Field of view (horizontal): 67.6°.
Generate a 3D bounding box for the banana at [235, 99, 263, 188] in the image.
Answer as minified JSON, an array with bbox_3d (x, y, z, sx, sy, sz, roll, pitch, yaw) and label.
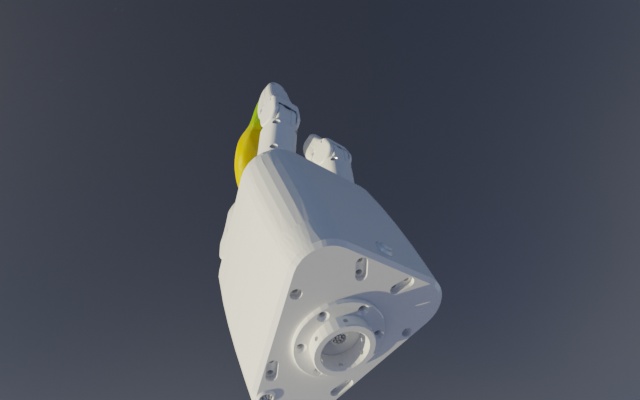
[{"bbox_3d":[-0.017,0.010,0.417,0.069,0.198,0.037,-37,32,-1],"label":"banana"}]
